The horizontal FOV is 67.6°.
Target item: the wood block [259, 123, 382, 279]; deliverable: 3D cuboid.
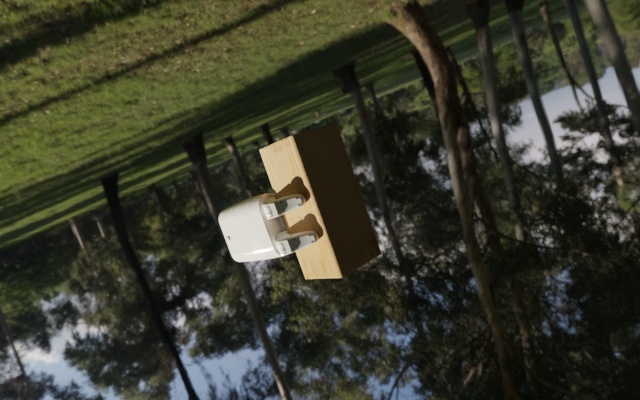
[{"bbox_3d":[0.000,0.002,0.707,0.091,0.206,0.090,-24,7,-40],"label":"wood block"}]
